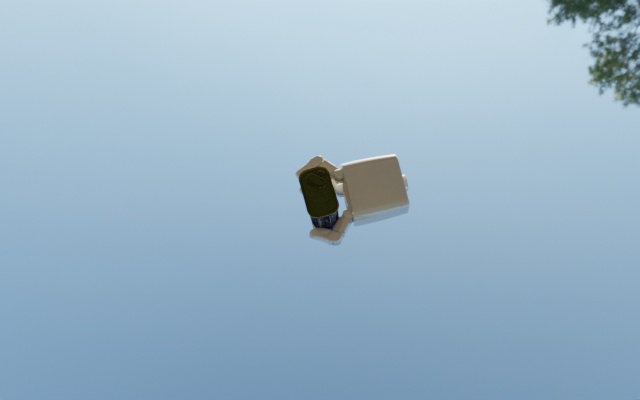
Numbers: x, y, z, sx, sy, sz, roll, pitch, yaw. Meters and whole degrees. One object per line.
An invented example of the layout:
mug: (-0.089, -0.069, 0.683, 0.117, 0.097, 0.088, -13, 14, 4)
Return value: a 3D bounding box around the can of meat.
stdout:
can of meat: (0.000, 0.003, 0.879, 0.057, 0.102, 0.084, -16, -28, -2)
